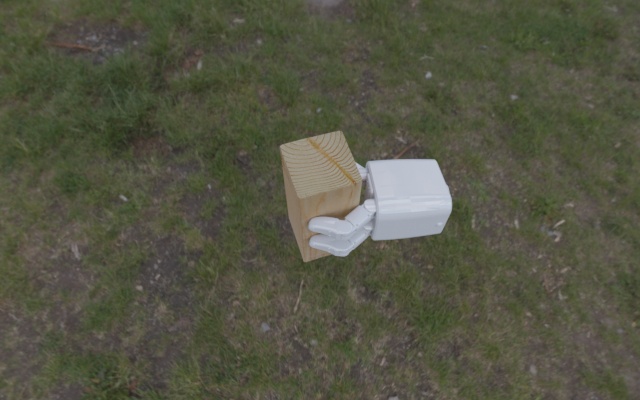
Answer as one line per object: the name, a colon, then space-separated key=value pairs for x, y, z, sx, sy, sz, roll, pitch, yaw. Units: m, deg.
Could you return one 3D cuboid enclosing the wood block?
wood block: x=0.000 y=0.002 z=0.714 sx=0.090 sy=0.090 sz=0.206 roll=-15 pitch=-29 yaw=-9
